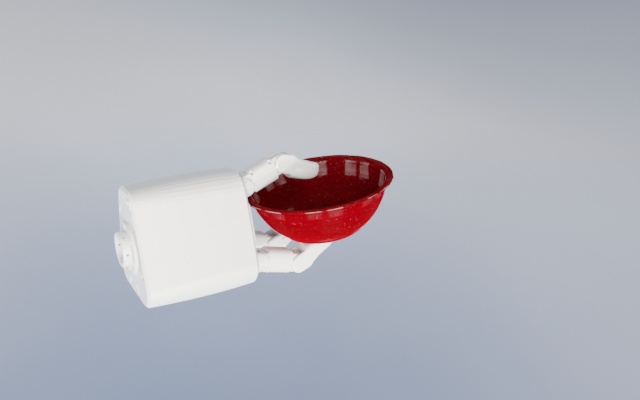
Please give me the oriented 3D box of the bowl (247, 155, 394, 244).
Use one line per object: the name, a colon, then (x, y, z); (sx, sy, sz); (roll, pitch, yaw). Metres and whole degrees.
bowl: (0.001, 0.002, 0.523); (0.162, 0.055, 0.162); (-7, 23, 3)
